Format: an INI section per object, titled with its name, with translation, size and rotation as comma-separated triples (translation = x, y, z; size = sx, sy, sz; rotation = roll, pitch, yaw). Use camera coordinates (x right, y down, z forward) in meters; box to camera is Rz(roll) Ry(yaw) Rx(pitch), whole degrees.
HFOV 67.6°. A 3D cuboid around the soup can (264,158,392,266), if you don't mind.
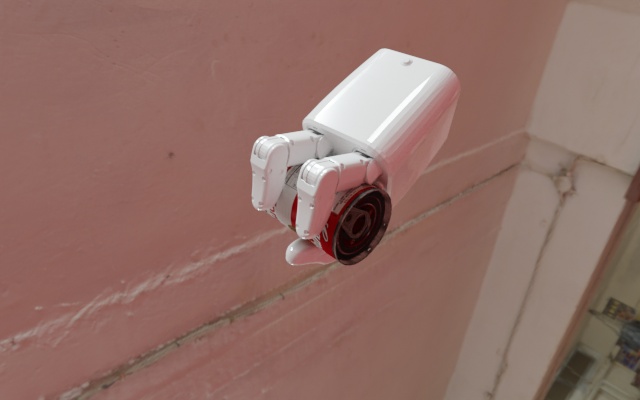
[soup can]
translation = 0.000, 0.002, 0.409
size = 0.102, 0.068, 0.068
rotation = 31, 19, 36
